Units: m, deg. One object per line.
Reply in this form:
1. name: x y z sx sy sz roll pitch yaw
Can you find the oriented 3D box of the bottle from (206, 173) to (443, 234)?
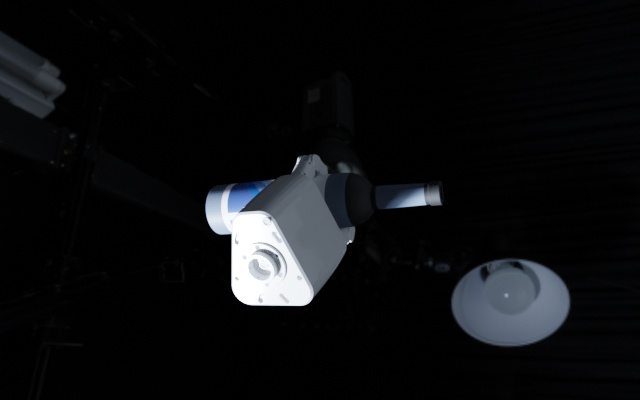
1. bottle: 0.000 0.002 0.591 0.296 0.069 0.069 -4 -2 22
